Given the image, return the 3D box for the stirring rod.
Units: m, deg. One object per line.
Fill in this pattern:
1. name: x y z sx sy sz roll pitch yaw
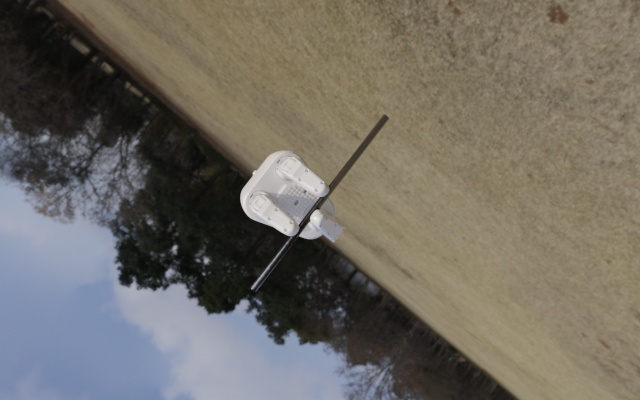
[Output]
1. stirring rod: 0.000 0.002 0.525 0.011 0.239 0.011 38 -3 2
